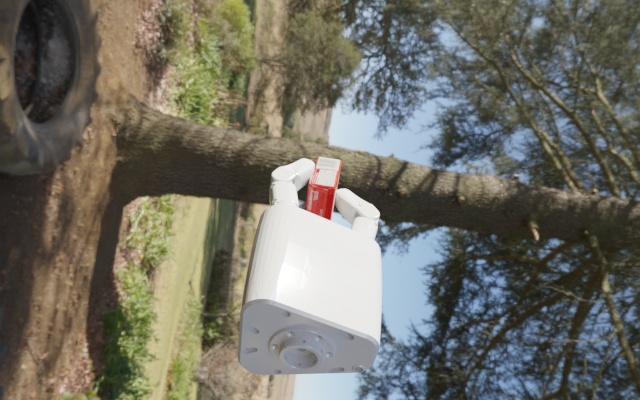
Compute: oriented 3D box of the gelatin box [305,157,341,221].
[{"bbox_3d":[0.001,0.002,0.514,0.030,0.073,0.089,10,24,2],"label":"gelatin box"}]
